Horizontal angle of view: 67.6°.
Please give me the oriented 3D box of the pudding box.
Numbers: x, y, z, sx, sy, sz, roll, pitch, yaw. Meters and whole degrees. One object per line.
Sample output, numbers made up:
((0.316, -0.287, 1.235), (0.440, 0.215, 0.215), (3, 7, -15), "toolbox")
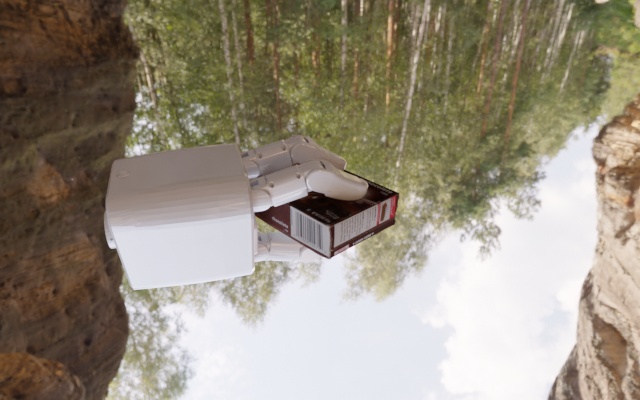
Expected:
((0.000, 0.002, 0.439), (0.090, 0.039, 0.113), (-24, 39, -38), "pudding box")
